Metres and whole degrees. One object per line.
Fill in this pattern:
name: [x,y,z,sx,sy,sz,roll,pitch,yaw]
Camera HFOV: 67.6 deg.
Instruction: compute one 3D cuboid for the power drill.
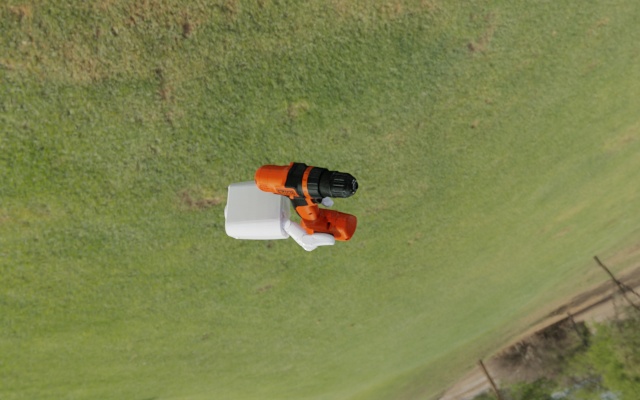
power drill: [0.000,0.003,0.828,0.184,0.057,0.188,8,-28,29]
